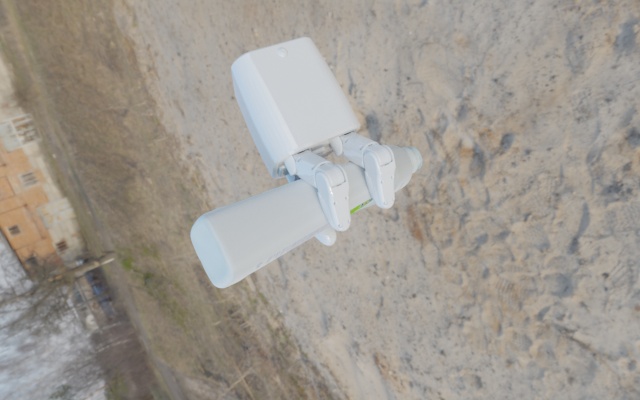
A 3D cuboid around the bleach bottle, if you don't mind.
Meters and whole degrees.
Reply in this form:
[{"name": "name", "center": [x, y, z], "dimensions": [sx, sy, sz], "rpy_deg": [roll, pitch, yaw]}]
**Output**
[{"name": "bleach bottle", "center": [0.000, 0.002, 0.488], "dimensions": [0.251, 0.068, 0.102], "rpy_deg": [-25, -5, -27]}]
